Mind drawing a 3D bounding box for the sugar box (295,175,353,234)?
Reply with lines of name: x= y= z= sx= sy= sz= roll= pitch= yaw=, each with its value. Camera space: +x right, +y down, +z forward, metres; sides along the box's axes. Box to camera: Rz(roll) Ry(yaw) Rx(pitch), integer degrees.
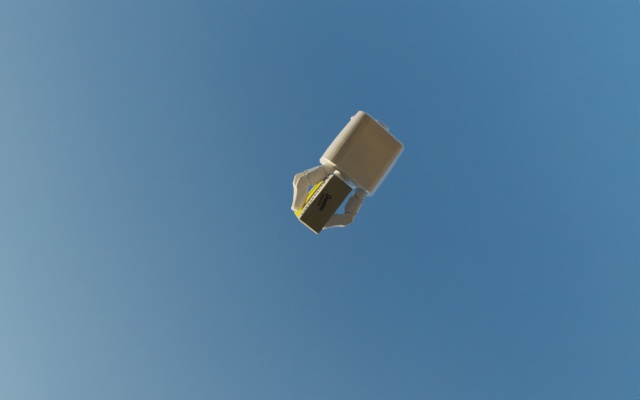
sugar box: x=0.000 y=0.002 z=0.829 sx=0.048 sy=0.093 sz=0.176 roll=38 pitch=-3 yaw=-3
